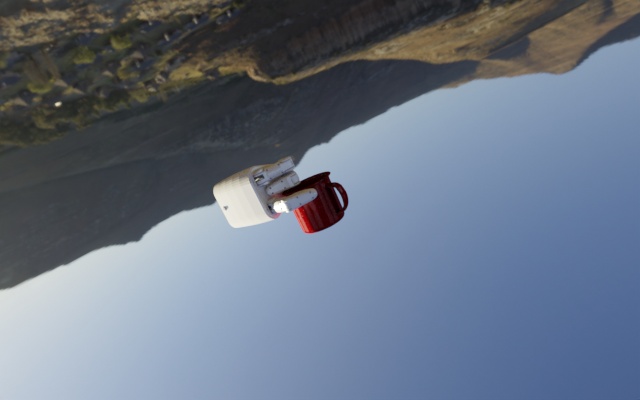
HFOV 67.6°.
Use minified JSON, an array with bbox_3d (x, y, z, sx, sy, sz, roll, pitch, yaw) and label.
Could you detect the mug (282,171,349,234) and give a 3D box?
[{"bbox_3d":[0.001,0.003,0.828,0.117,0.081,0.093,-15,15,38],"label":"mug"}]
